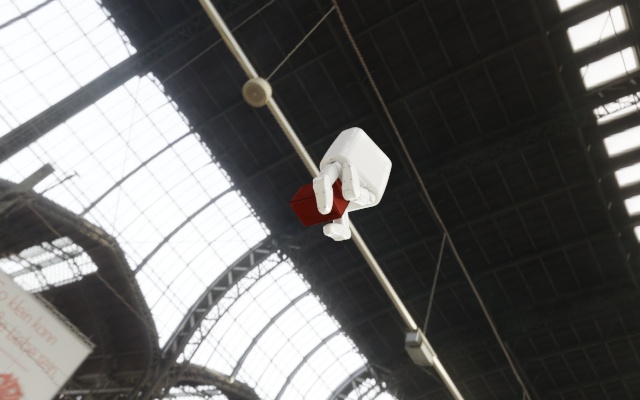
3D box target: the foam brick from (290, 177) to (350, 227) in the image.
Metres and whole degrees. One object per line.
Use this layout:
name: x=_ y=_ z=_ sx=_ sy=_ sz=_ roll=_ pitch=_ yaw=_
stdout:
foam brick: x=0.000 y=0.003 z=0.793 sx=0.078 sy=0.053 sz=0.051 roll=-14 pitch=29 yaw=31
